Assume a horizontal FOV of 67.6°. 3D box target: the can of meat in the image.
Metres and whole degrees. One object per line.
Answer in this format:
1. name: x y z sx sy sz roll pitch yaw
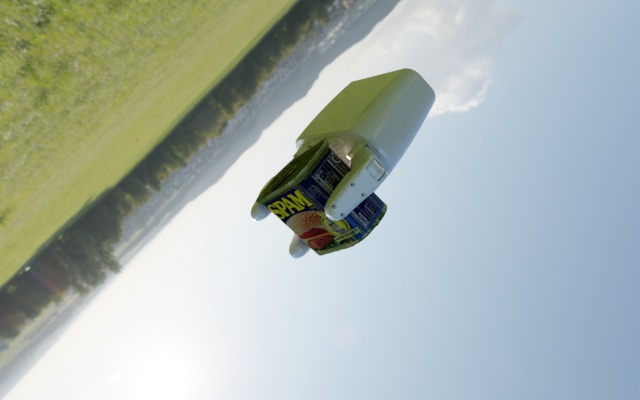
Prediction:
1. can of meat: 0.000 0.002 0.445 0.084 0.057 0.102 44 -30 -13
